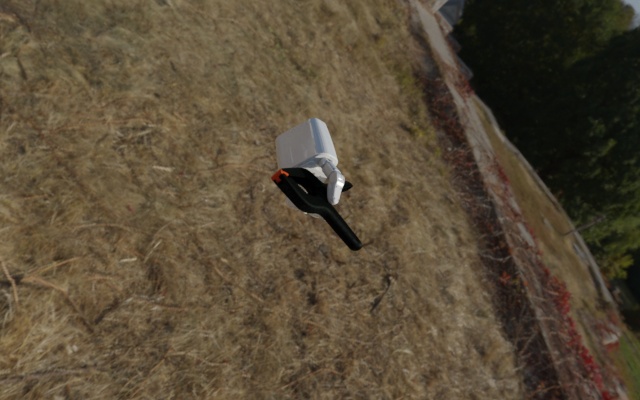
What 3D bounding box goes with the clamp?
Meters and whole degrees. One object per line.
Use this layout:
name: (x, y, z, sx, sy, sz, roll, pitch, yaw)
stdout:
clamp: (0.000, 0.002, 0.886, 0.210, 0.164, 0.036, 23, -48, -39)
